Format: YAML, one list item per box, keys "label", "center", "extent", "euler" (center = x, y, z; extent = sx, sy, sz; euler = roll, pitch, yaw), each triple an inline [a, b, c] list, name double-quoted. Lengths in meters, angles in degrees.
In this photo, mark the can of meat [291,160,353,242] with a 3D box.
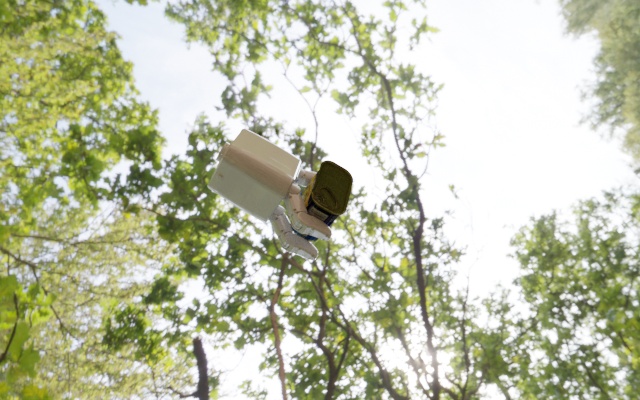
- label: "can of meat"
  center: [0.000, 0.003, 0.733]
  extent: [0.057, 0.102, 0.084]
  euler: [29, -47, -12]
